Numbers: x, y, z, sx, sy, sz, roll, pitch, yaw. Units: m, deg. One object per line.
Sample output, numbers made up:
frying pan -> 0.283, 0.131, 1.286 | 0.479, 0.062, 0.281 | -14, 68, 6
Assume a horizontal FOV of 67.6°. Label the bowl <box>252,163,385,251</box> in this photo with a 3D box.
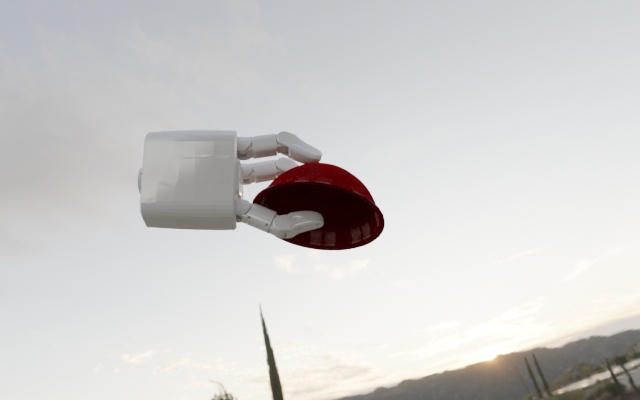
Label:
bowl -> 0.001, 0.002, 0.588 | 0.162, 0.055, 0.162 | 7, -32, 4
